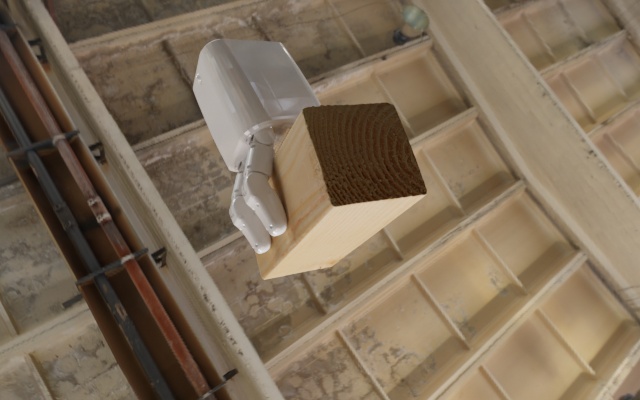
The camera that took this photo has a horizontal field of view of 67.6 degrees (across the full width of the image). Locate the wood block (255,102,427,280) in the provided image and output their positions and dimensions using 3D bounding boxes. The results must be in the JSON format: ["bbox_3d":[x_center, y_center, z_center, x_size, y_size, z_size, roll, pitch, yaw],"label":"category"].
[{"bbox_3d":[0.000,0.001,0.466,0.091,0.090,0.206,-8,-20,-25],"label":"wood block"}]
